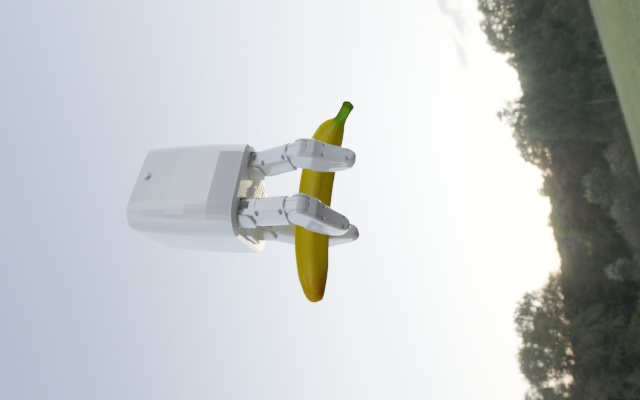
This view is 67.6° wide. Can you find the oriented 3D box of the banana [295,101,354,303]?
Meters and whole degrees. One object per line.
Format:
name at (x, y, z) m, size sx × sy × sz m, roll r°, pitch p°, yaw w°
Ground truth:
banana at (-0.003, 0.001, 0.480) m, size 0.037 × 0.197 × 0.069 m, roll 10°, pitch -11°, yaw -10°
